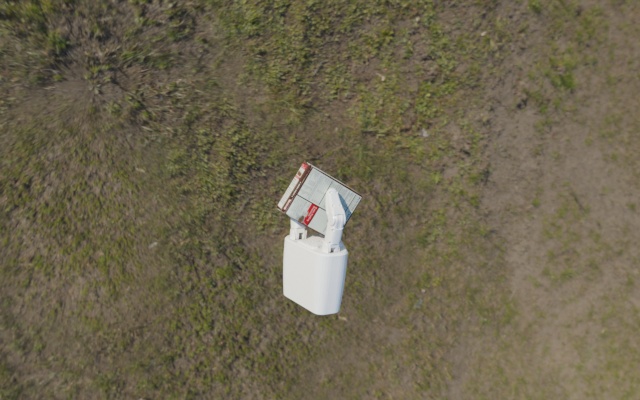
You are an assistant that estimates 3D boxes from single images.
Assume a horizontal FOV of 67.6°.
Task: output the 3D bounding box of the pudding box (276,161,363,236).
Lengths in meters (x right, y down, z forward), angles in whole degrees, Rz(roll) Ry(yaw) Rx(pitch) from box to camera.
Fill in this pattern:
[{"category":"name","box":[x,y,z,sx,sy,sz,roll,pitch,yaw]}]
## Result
[{"category":"pudding box","box":[0.000,0.003,0.770,0.113,0.090,0.039,30,2,-30]}]
